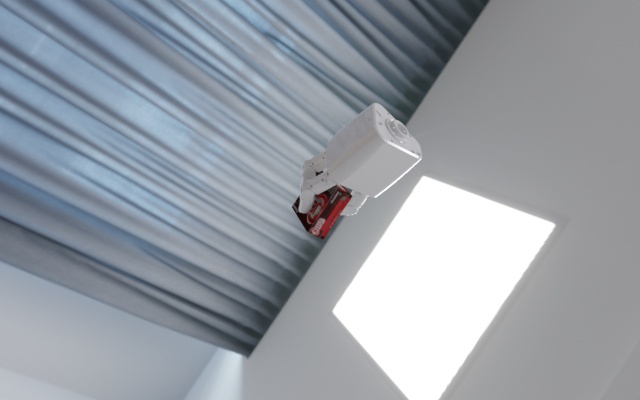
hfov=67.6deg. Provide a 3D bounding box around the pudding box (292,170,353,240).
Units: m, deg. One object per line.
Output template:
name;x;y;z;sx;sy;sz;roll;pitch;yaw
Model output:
pudding box;0.000;0.003;0.809;0.039;0.090;0.113;31;9;-24
